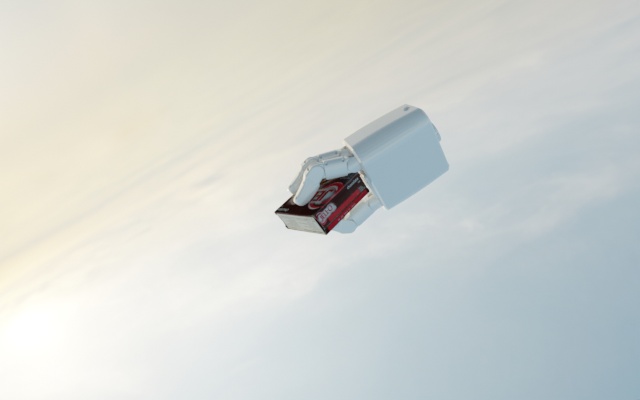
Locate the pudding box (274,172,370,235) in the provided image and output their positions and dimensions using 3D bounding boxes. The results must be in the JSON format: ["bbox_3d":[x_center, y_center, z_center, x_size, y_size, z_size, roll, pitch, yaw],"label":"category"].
[{"bbox_3d":[0.000,0.002,0.653,0.090,0.039,0.113,-43,20,-24],"label":"pudding box"}]
